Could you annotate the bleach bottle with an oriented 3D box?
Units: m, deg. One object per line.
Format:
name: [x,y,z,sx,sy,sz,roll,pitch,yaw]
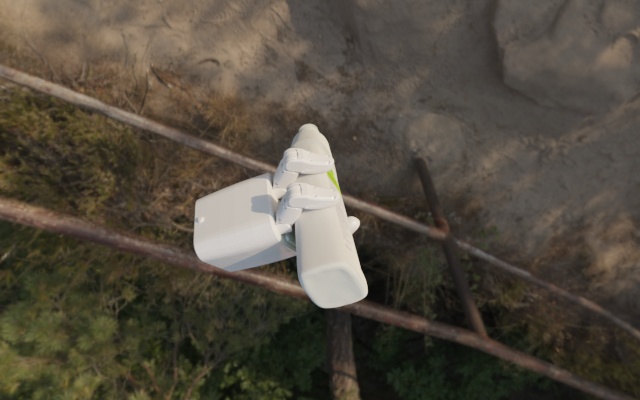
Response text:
bleach bottle: [0.000,0.002,0.613,0.068,0.250,0.103,-17,-39,10]
